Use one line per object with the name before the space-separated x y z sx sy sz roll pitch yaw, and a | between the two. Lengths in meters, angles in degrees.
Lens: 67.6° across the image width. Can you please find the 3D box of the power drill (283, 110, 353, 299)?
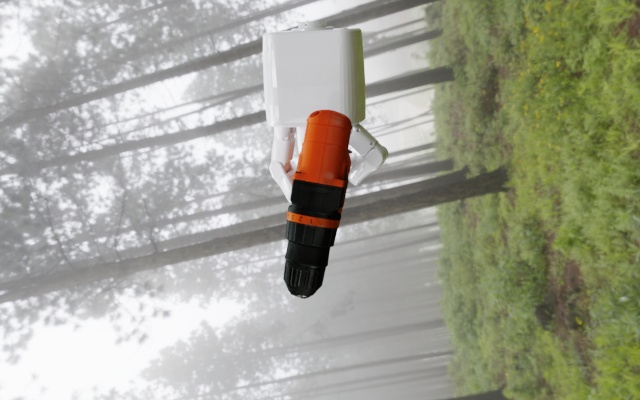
power drill | 0.000 0.001 0.533 0.057 0.184 0.187 11 3 1
